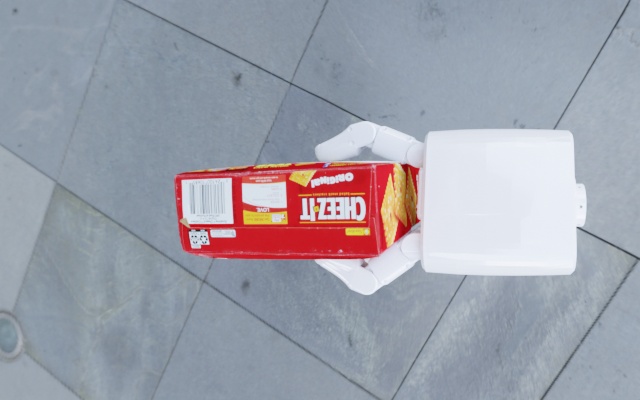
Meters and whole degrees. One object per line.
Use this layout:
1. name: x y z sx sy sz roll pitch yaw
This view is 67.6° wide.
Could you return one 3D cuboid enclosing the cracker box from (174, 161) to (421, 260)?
1. cracker box: 0.000 0.001 0.440 0.164 0.072 0.213 -2 4 21
